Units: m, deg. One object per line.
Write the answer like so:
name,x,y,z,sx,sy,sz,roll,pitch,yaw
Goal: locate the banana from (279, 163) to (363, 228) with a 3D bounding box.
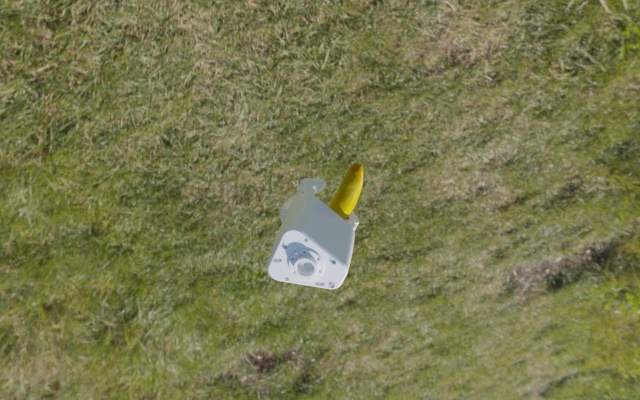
banana,0.009,0.020,0.790,0.198,0.069,0.037,-38,-6,27
